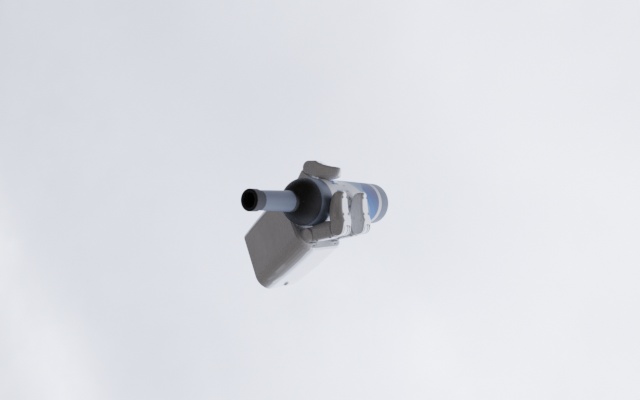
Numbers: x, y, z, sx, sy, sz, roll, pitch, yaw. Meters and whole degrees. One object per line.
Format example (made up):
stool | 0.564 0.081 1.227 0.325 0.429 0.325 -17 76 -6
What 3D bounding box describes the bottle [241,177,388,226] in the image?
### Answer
bottle | 0.000 0.002 0.679 0.069 0.069 0.296 0 -1 35
